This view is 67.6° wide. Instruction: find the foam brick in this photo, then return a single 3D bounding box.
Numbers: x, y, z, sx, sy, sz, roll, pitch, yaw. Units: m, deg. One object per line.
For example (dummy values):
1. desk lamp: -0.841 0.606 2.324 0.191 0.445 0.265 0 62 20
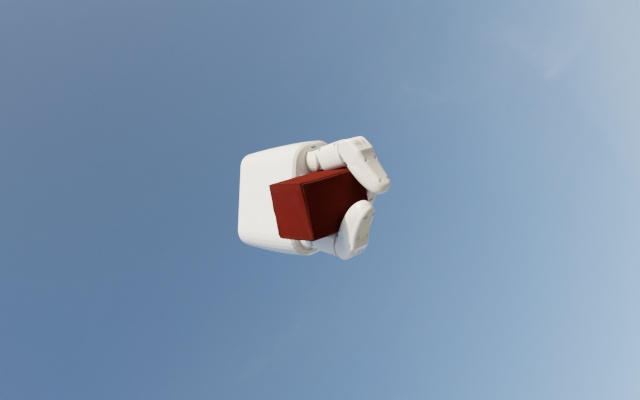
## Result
1. foam brick: 0.000 0.001 0.445 0.078 0.053 0.051 -18 12 -41
